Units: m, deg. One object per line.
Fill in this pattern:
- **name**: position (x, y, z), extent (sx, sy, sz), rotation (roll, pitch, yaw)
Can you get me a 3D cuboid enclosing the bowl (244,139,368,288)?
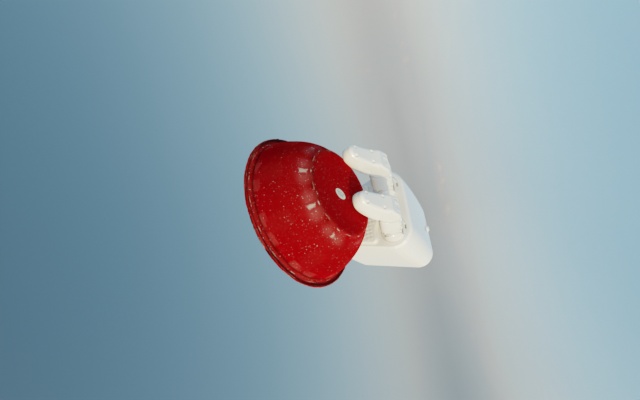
- **bowl**: position (0.000, 0.001, 0.477), extent (0.055, 0.162, 0.162), rotation (-25, -14, 32)
